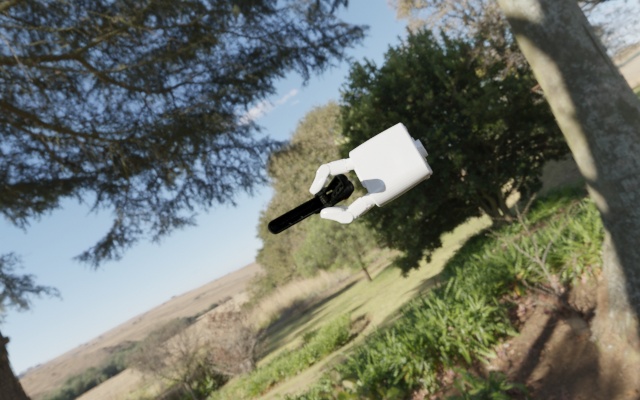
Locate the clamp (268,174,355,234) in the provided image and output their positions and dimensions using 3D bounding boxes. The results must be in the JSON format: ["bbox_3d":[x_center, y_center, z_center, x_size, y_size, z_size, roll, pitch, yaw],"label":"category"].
[{"bbox_3d":[0.000,0.002,0.863,0.164,0.036,0.210,-33,-6,15],"label":"clamp"}]
